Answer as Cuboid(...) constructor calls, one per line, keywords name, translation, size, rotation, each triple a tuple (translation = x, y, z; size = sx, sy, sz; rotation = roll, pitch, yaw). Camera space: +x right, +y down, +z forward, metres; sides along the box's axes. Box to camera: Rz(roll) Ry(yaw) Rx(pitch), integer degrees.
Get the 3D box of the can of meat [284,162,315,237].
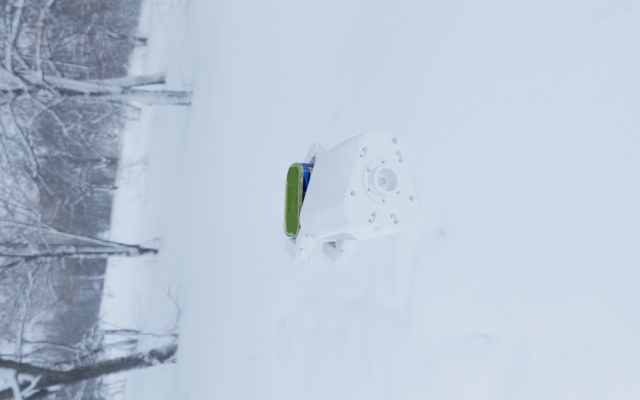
Cuboid(name="can of meat", translation=(0.000, 0.002, 0.631), size=(0.084, 0.102, 0.057), rotation=(4, -8, -25))
